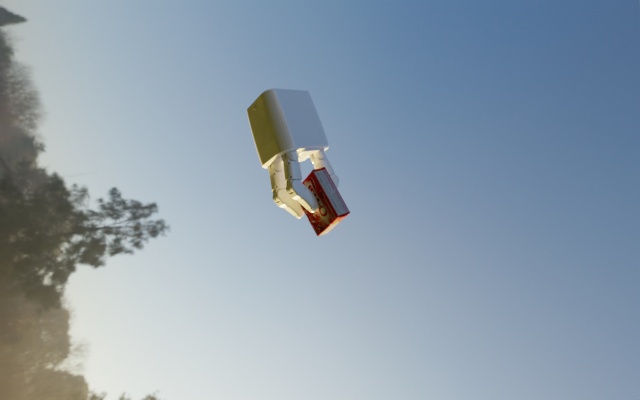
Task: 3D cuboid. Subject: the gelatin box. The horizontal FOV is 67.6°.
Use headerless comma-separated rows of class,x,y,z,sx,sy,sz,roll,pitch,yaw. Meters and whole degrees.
gelatin box,0.001,0.003,0.770,0.030,0.089,0.073,-18,-17,-37
